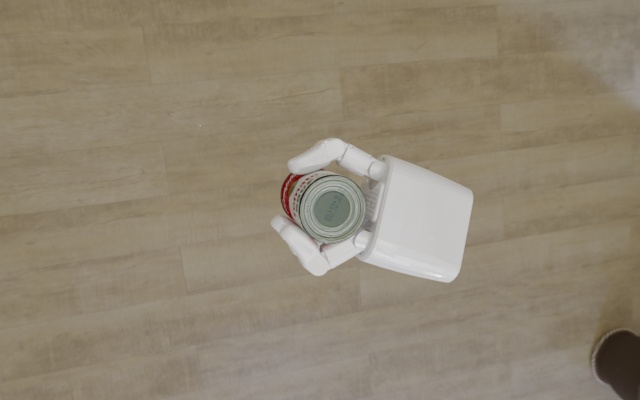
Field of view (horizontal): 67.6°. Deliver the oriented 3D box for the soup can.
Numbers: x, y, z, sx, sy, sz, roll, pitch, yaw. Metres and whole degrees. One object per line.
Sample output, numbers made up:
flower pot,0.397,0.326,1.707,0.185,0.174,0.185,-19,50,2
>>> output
soup can,0.000,0.001,0.493,0.068,0.068,0.102,0,9,-14
